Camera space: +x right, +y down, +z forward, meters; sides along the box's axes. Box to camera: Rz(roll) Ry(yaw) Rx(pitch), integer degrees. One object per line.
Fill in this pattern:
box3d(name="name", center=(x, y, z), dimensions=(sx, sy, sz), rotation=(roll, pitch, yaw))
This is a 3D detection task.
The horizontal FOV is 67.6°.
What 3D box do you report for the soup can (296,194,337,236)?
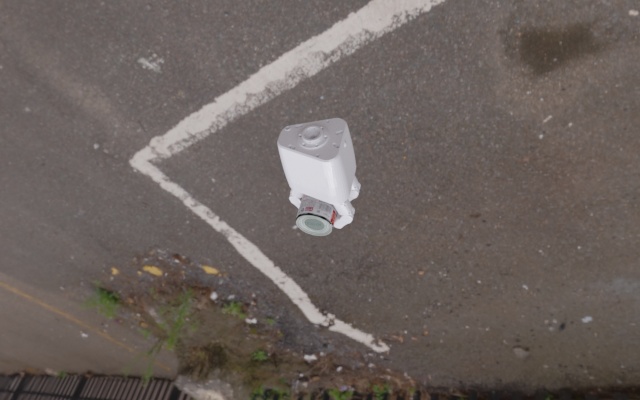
box3d(name="soup can", center=(0.000, 0.003, 0.848), dimensions=(0.068, 0.102, 0.069), rotation=(11, -34, 7))
